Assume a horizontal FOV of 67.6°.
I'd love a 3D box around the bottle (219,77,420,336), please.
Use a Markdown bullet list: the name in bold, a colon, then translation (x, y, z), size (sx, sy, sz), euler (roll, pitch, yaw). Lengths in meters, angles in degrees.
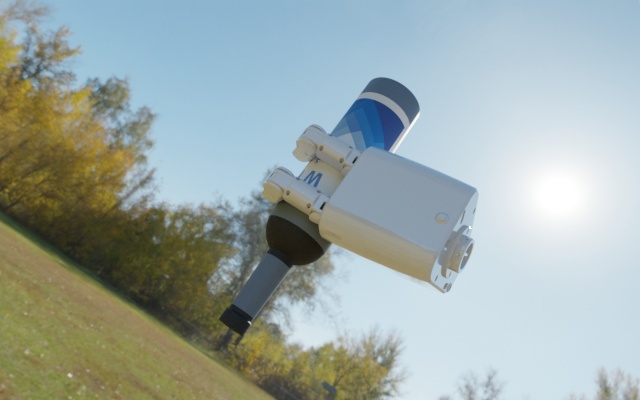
- **bottle**: translation (0.000, 0.001, 0.476), size (0.069, 0.295, 0.069), euler (31, -21, 13)
